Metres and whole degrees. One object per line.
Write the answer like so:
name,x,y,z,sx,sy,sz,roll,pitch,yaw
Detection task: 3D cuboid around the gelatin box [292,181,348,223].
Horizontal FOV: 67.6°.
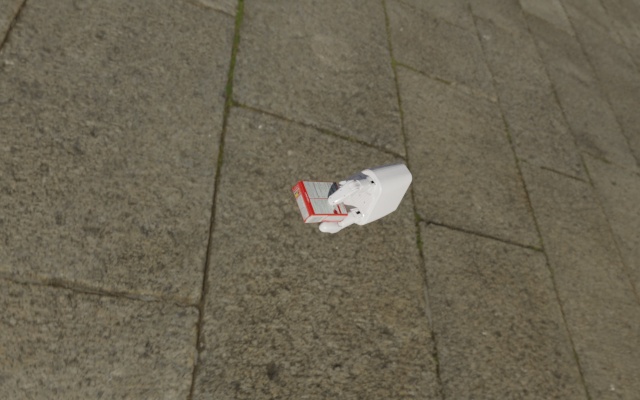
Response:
gelatin box,0.000,0.003,0.869,0.089,0.073,0.030,1,-32,-39
